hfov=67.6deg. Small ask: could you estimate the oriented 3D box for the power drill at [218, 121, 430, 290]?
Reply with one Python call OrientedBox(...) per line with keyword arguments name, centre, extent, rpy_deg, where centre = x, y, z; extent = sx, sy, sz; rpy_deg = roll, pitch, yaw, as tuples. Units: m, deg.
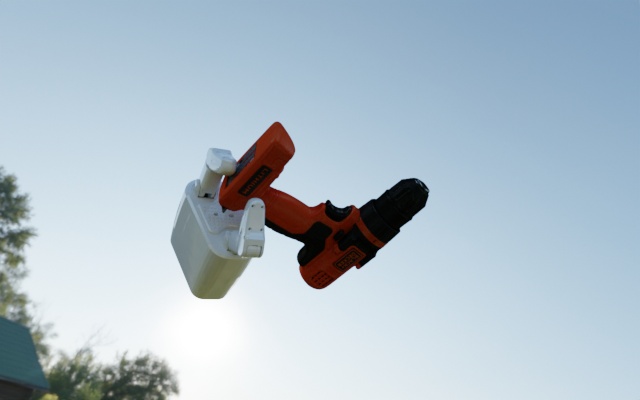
OrientedBox(name="power drill", centre=(0.000, 0.002, 0.522), extent=(0.188, 0.184, 0.057), rpy_deg=(39, 22, -23))
